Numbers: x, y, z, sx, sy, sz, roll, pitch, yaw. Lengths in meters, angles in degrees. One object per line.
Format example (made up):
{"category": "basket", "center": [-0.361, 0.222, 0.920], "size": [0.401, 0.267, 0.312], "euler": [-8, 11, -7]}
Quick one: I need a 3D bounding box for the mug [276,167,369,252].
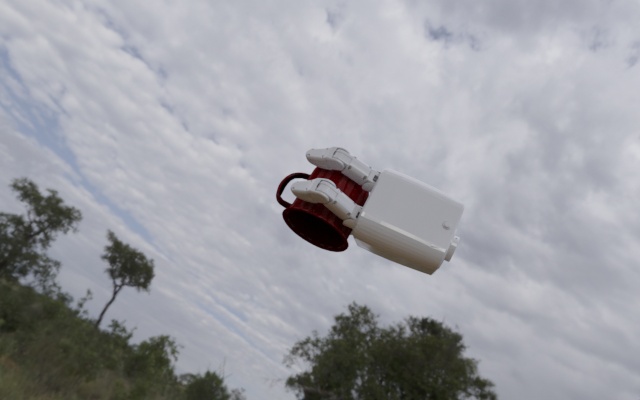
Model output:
{"category": "mug", "center": [-0.001, 0.001, 0.614], "size": [0.117, 0.081, 0.093], "euler": [24, -26, 12]}
